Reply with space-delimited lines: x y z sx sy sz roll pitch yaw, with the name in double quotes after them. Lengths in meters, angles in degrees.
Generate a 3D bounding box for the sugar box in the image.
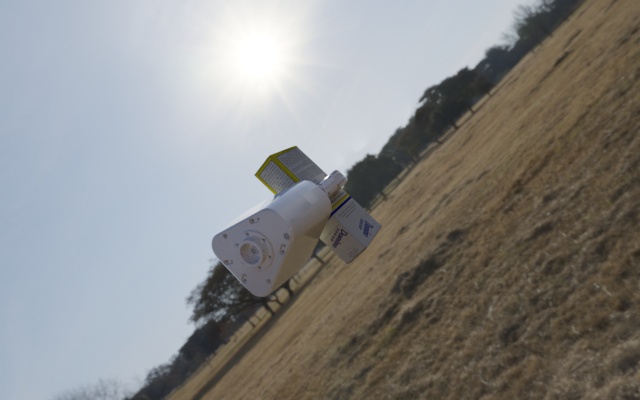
0.000 0.003 0.666 0.048 0.176 0.093 -46 -4 26 "sugar box"
